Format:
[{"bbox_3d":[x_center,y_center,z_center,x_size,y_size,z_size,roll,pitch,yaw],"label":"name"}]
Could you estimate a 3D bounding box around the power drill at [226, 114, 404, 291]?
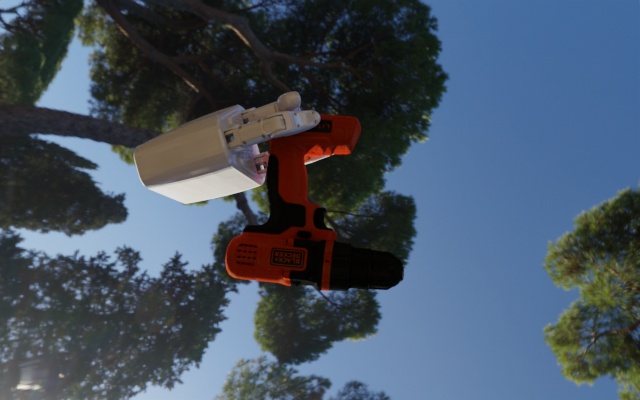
[{"bbox_3d":[0.000,0.001,0.514,0.184,0.187,0.057,5,-18,2],"label":"power drill"}]
